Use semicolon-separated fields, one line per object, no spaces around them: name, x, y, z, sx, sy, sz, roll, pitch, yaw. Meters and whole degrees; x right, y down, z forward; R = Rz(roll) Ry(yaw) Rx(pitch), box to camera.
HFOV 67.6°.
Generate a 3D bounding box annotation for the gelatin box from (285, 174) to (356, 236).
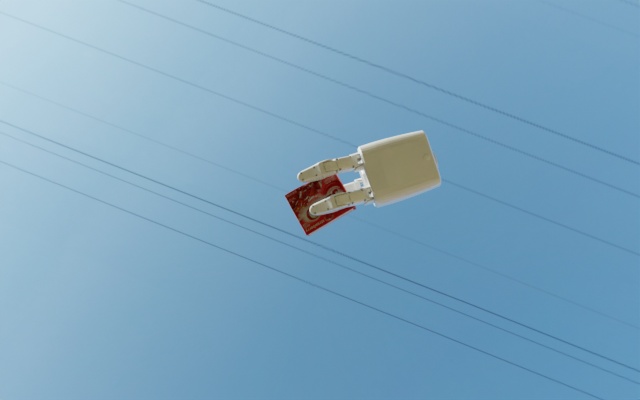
gelatin box;0.000;0.003;0.747;0.089;0.073;0.030;-30;-9;4
